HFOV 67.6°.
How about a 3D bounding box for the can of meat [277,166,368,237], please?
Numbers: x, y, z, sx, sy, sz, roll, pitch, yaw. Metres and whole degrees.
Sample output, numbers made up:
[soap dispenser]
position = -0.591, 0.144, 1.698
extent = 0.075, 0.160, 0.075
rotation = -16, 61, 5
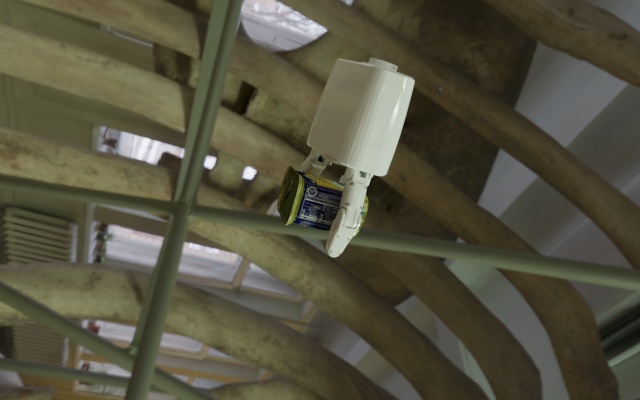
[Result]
[can of meat]
position = 0.000, 0.002, 0.564
extent = 0.084, 0.057, 0.102
rotation = 14, 9, -15
